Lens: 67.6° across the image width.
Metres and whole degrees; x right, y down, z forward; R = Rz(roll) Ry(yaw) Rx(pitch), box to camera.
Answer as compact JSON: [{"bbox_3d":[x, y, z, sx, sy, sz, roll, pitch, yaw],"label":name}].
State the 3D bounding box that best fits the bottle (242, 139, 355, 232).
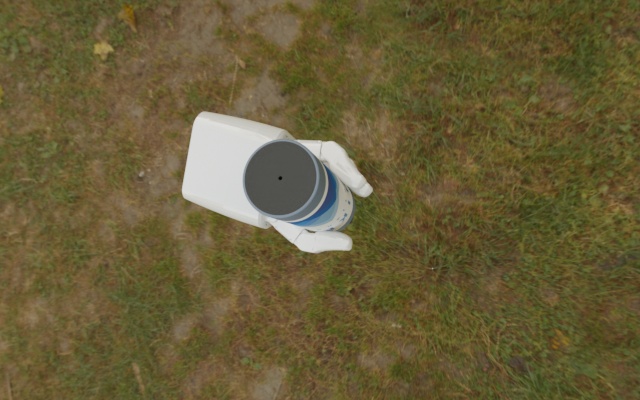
[{"bbox_3d":[0.000,0.002,0.532,0.069,0.069,0.296,0,-8,13],"label":"bottle"}]
